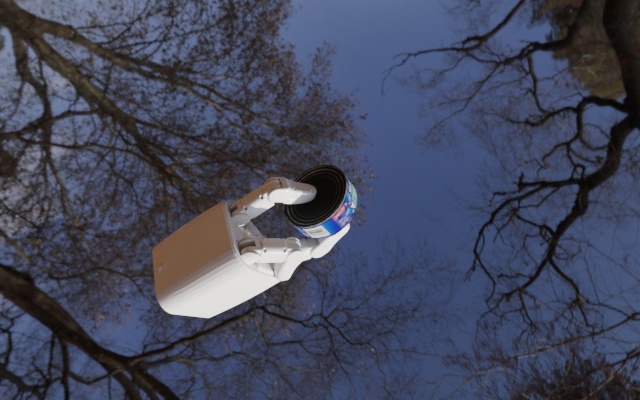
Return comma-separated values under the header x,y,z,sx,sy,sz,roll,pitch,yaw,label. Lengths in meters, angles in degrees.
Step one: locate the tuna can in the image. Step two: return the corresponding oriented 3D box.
x,y,z,sx,sy,sz,roll,pitch,yaw,label
0.000,0.002,0.564,0.086,0.086,0.034,0,-31,35,tuna can
